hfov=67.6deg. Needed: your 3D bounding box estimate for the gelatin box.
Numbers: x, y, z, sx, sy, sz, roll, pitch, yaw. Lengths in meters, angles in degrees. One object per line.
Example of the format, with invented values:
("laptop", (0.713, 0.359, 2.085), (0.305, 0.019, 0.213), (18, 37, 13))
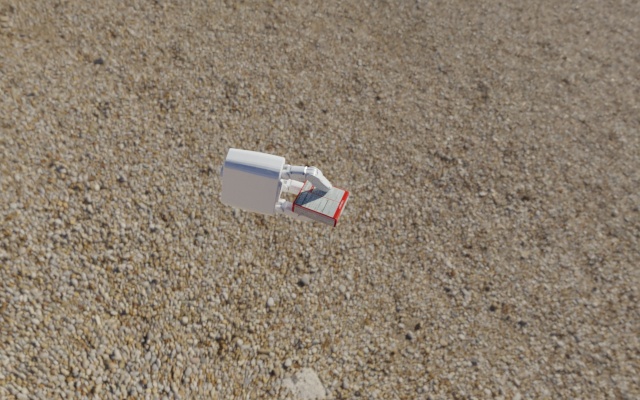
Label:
("gelatin box", (0.001, 0.003, 0.899), (0.089, 0.073, 0.030), (19, -39, 10))
